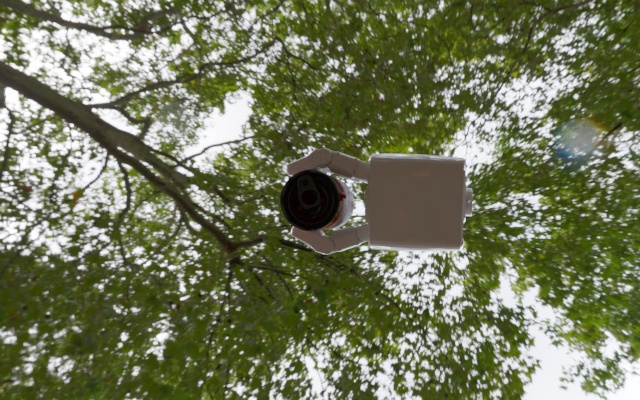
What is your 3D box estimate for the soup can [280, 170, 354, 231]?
[{"bbox_3d":[0.000,0.002,0.572,0.068,0.068,0.102,0,-2,14],"label":"soup can"}]
